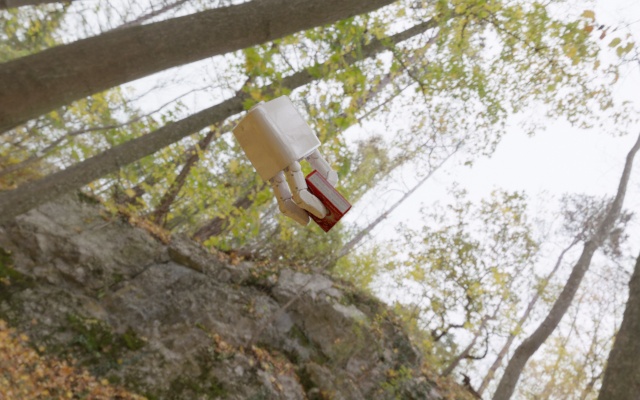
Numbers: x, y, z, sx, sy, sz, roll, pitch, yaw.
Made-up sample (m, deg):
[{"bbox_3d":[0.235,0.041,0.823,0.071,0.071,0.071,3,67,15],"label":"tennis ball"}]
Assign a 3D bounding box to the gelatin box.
[{"bbox_3d":[0.001,0.003,0.800,0.030,0.089,0.073,-43,-5,-36],"label":"gelatin box"}]
